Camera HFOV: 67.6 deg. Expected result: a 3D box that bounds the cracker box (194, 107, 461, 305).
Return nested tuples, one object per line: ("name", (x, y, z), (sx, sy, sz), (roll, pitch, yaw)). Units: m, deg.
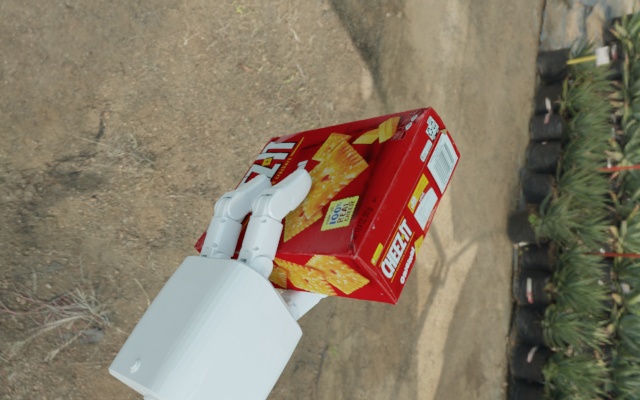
("cracker box", (0.000, 0.002, 0.449), (0.213, 0.164, 0.072), (-2, -44, 44))
